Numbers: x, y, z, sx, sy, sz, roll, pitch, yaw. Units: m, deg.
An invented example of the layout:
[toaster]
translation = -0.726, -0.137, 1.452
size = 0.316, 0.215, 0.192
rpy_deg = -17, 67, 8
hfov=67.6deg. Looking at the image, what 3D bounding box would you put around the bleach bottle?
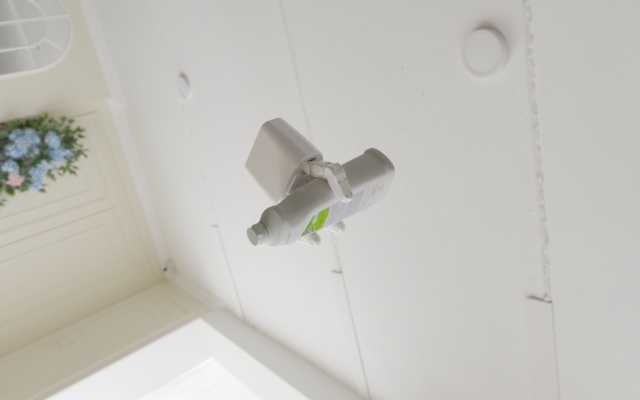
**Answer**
[bleach bottle]
translation = 0.000, 0.002, 0.735
size = 0.251, 0.103, 0.068
rpy_deg = -24, 57, -34
